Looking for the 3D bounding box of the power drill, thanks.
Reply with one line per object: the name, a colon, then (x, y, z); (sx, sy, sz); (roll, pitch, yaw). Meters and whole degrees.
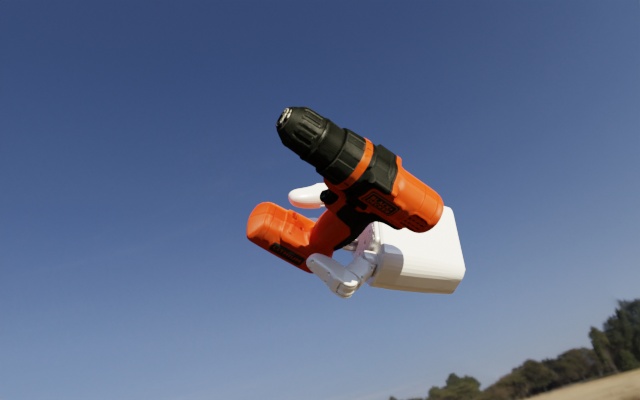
power drill: (0.000, 0.002, 0.488); (0.184, 0.057, 0.188); (33, -40, -20)
